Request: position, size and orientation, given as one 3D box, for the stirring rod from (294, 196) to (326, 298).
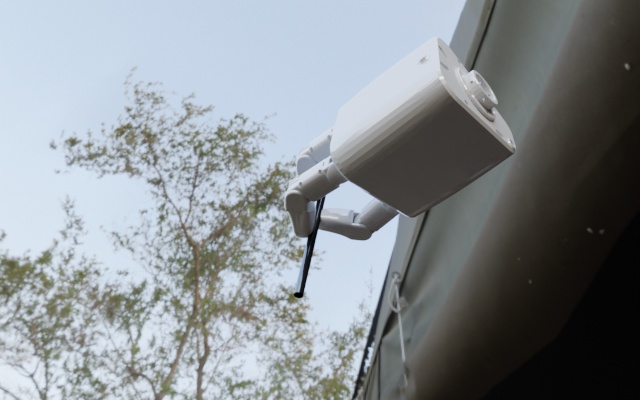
[{"bbox_3d":[0.000,0.002,0.479,0.011,0.011,0.239,0,39,11],"label":"stirring rod"}]
